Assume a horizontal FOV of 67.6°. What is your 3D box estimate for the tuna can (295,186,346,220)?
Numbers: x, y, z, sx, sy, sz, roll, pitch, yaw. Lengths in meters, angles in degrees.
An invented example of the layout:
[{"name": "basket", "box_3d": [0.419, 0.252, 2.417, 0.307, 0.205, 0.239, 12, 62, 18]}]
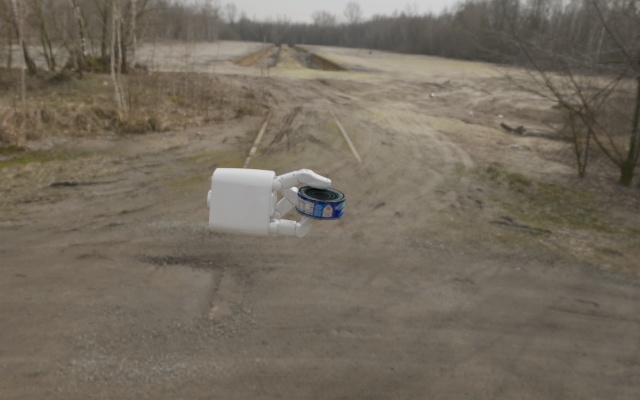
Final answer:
[{"name": "tuna can", "box_3d": [0.000, 0.002, 0.826, 0.086, 0.034, 0.086, 7, 19, -3]}]
